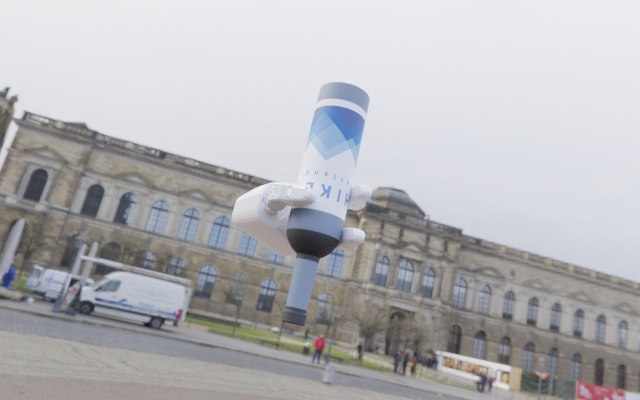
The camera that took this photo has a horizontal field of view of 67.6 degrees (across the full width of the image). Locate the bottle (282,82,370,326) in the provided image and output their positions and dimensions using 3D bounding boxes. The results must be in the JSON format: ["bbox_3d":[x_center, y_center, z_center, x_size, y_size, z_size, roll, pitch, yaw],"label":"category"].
[{"bbox_3d":[0.000,0.002,0.582,0.069,0.295,0.069,12,-15,3],"label":"bottle"}]
